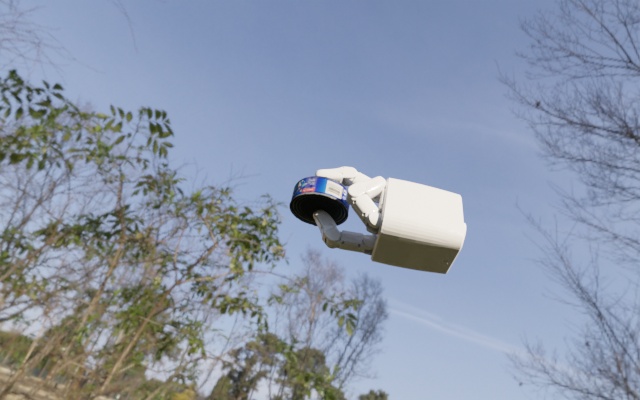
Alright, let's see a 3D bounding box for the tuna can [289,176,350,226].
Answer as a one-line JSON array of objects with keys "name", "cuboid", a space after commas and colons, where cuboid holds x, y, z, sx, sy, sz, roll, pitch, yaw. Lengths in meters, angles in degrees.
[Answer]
[{"name": "tuna can", "cuboid": [0.000, 0.002, 0.692, 0.086, 0.033, 0.086, 8, -33, 5]}]
